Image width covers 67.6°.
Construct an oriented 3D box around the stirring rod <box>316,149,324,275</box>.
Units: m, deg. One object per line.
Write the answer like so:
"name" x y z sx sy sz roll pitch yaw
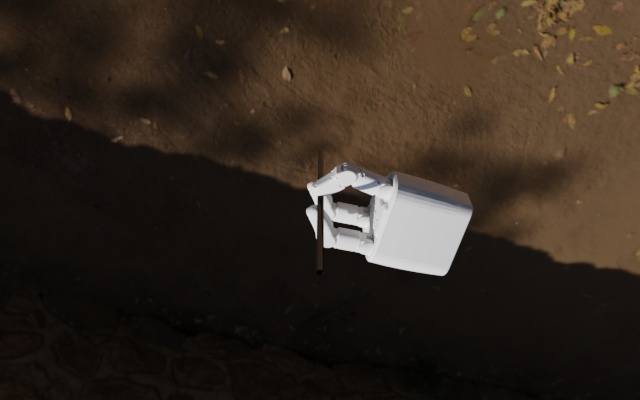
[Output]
"stirring rod" 0.000 0.002 0.579 0.011 0.011 0.239 0 36 0
